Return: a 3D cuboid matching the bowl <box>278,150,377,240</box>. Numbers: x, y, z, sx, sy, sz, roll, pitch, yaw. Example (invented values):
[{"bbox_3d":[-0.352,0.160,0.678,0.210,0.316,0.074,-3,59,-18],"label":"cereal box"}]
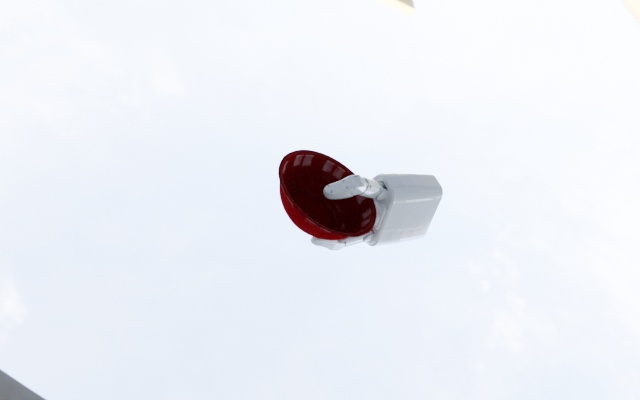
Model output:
[{"bbox_3d":[-0.001,0.002,0.692,0.162,0.162,0.055,0,-39,-41],"label":"bowl"}]
